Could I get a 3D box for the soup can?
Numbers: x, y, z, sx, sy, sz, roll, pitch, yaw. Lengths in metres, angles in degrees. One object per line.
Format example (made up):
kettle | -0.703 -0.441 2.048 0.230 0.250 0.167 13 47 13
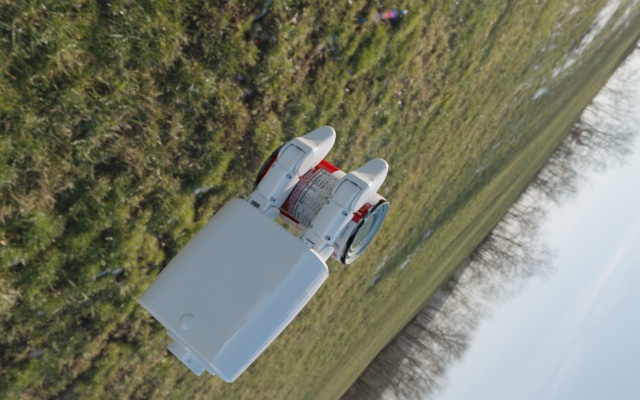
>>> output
soup can | 0.001 0.001 0.421 0.102 0.068 0.068 34 12 19
